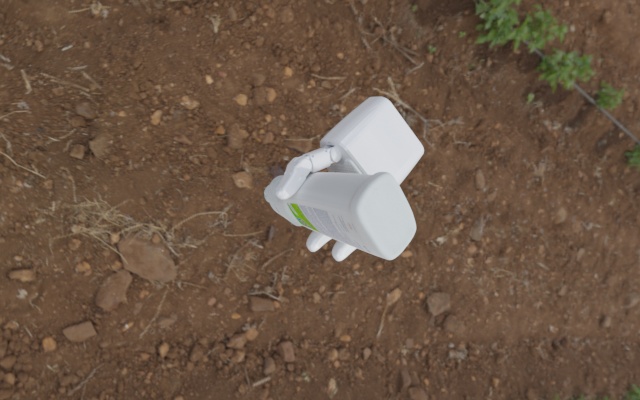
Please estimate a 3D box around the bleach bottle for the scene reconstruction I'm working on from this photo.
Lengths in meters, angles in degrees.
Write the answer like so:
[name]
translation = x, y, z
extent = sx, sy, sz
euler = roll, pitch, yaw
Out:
[bleach bottle]
translation = 0.000, 0.002, 0.616
extent = 0.068, 0.103, 0.251
euler = -47, 33, -22
